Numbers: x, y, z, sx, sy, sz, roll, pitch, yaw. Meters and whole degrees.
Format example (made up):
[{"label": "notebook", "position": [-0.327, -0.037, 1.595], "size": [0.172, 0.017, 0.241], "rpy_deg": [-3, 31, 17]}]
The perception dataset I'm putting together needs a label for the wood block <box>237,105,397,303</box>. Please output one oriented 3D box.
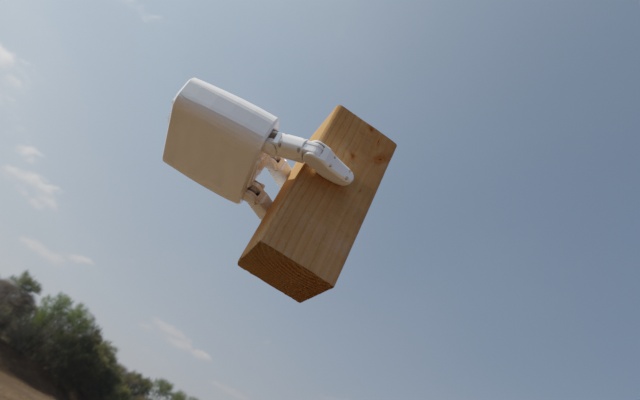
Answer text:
[{"label": "wood block", "position": [0.000, 0.001, 0.556], "size": [0.090, 0.206, 0.091], "rpy_deg": [34, -32, -10]}]
